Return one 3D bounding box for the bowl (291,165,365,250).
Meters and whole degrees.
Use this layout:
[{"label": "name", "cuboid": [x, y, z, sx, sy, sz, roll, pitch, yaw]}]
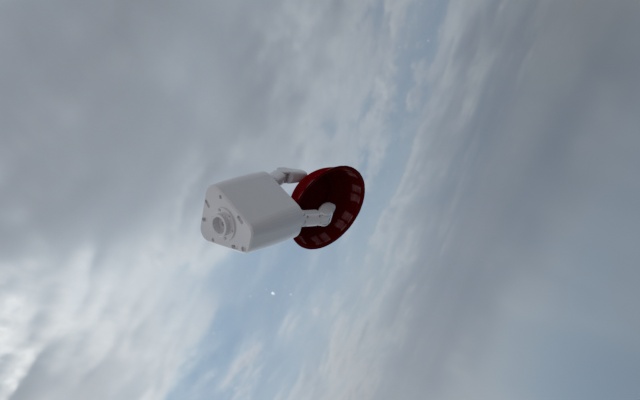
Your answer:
[{"label": "bowl", "cuboid": [0.001, 0.003, 0.825, 0.162, 0.162, 0.055, 0, 28, -44]}]
